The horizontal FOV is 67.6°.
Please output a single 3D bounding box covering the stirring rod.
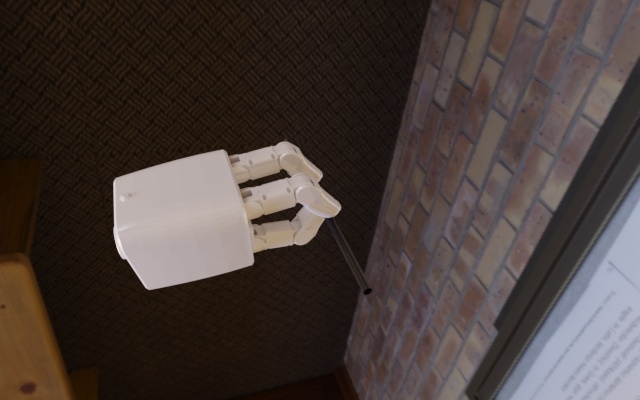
[{"bbox_3d":[0.000,0.002,0.479,0.011,0.011,0.239,0,38,-24],"label":"stirring rod"}]
